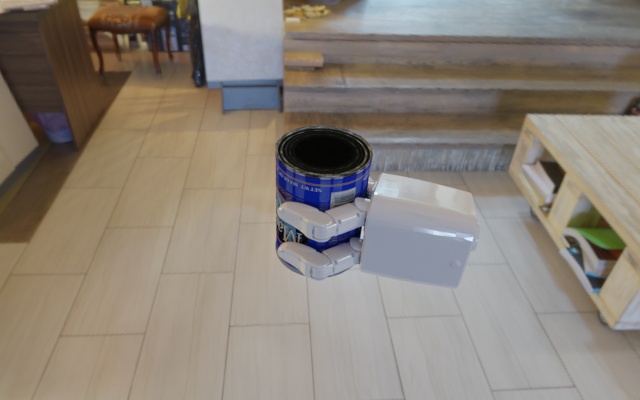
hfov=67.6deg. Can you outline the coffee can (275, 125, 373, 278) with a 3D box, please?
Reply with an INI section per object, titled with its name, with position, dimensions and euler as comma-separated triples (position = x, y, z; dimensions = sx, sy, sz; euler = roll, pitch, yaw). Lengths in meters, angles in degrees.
[coffee can]
position = 0.000, 0.002, 0.538
dimensions = 0.103, 0.140, 0.102
euler = 2, 37, -2
